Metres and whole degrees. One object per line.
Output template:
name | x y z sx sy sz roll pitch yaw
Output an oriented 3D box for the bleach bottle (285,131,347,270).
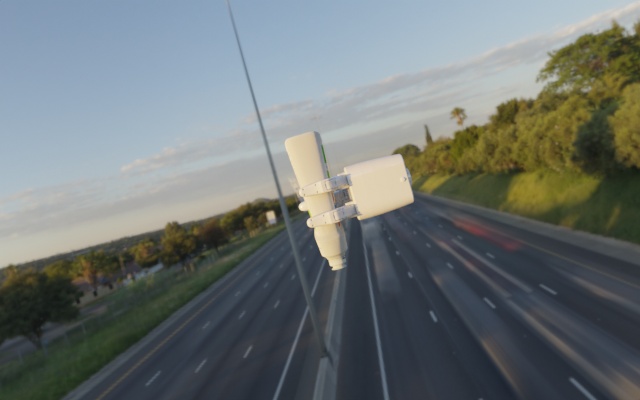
bleach bottle | 0.000 0.003 0.883 0.068 0.251 0.102 -16 2 1
